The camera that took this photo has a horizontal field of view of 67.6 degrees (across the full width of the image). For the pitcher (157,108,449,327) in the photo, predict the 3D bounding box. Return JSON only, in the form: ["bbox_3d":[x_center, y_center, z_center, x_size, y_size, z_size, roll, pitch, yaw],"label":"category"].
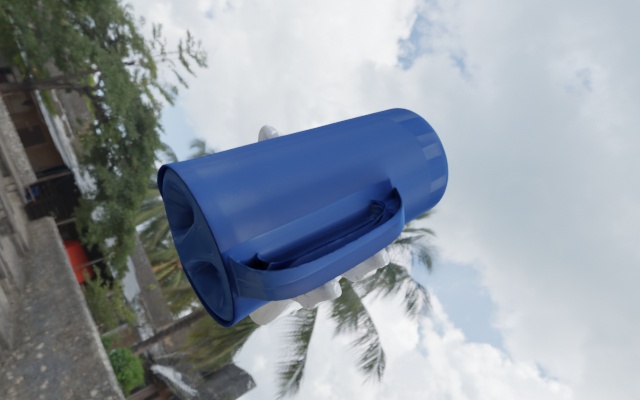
[{"bbox_3d":[0.000,0.001,0.413,0.243,0.149,0.145,-23,-20,-28],"label":"pitcher"}]
